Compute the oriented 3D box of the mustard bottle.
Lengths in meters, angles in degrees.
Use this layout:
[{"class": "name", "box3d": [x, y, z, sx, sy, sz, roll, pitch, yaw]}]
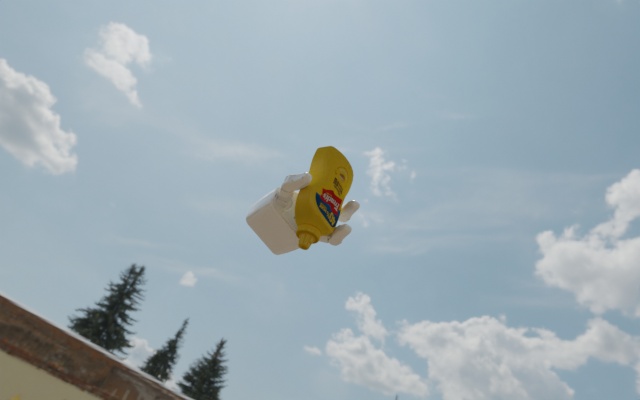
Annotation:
[{"class": "mustard bottle", "box3d": [0.000, 0.002, 0.828, 0.058, 0.191, 0.096, -4, -42, 32]}]
